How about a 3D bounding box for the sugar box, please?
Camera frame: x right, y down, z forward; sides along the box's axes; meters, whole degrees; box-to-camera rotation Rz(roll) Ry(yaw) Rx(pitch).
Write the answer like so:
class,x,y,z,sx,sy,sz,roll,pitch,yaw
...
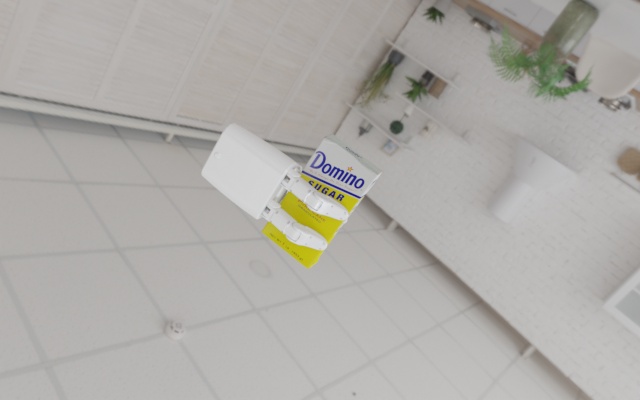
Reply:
class,x,y,z,sx,sy,sz,roll,pitch,yaw
sugar box,0.000,0.002,0.690,0.093,0.176,0.048,37,21,8
